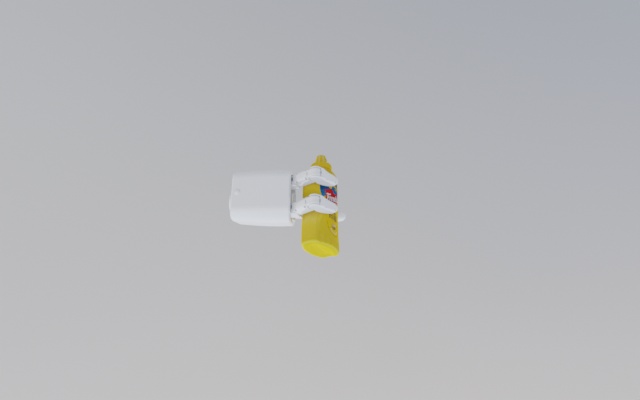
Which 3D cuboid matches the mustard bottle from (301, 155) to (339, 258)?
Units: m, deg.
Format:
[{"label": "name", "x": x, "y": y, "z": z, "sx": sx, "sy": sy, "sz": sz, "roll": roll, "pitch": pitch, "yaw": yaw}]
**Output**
[{"label": "mustard bottle", "x": 0.000, "y": 0.003, "z": 0.884, "sx": 0.058, "sy": 0.191, "sz": 0.096, "roll": -12, "pitch": -27, "yaw": 24}]
